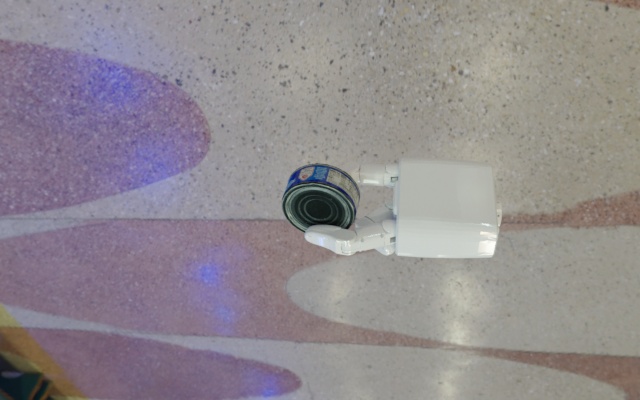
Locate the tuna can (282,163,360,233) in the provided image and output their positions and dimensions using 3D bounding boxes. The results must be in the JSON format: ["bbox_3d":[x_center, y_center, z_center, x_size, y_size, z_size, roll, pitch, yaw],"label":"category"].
[{"bbox_3d":[0.000,0.002,0.538,0.086,0.086,0.033,0,42,15],"label":"tuna can"}]
